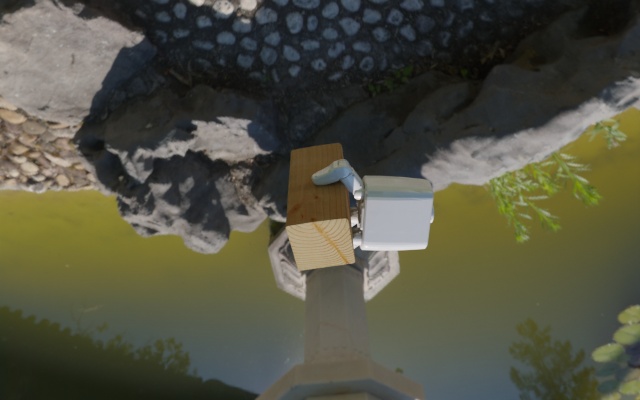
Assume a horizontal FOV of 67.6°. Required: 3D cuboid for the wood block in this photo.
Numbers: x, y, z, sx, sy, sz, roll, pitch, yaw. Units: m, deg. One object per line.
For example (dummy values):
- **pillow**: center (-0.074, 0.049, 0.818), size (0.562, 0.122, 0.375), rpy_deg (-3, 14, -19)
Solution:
- **wood block**: center (0.000, 0.002, 0.768), size (0.090, 0.091, 0.206), rpy_deg (-8, 36, 5)
